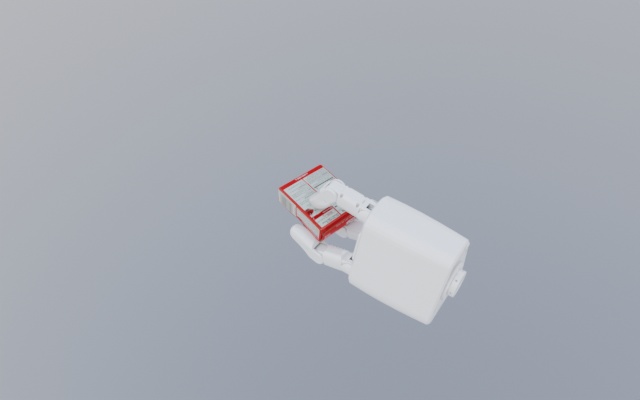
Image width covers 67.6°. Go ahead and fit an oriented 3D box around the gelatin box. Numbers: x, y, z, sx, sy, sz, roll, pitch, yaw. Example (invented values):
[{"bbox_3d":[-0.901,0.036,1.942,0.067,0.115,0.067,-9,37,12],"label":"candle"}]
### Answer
[{"bbox_3d":[0.000,0.002,0.620,0.073,0.030,0.089,-32,60,-27],"label":"gelatin box"}]
